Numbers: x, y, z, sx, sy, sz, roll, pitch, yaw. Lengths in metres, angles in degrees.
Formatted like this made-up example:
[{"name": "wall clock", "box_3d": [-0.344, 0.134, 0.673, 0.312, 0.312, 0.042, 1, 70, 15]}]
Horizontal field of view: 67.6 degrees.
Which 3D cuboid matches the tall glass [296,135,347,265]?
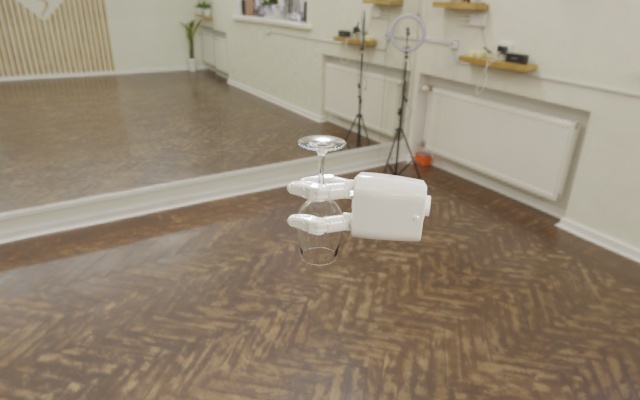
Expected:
[{"name": "tall glass", "box_3d": [0.000, 0.002, 0.763, 0.079, 0.201, 0.079, 2, 24, -1]}]
